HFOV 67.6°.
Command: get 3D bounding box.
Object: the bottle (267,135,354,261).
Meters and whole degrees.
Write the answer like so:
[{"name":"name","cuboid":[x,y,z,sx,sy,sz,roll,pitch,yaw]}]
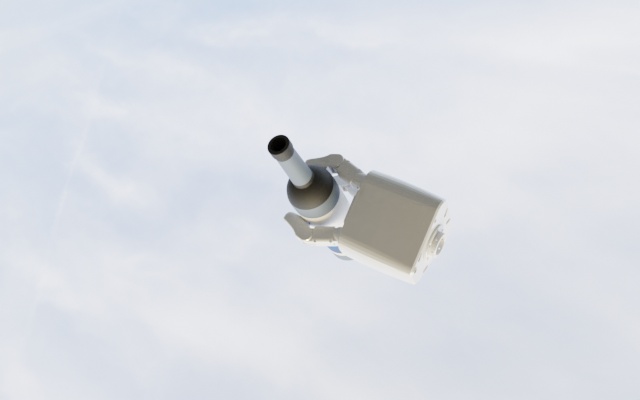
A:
[{"name":"bottle","cuboid":[0.000,0.002,0.658,0.069,0.069,0.296,0,-26,21]}]
